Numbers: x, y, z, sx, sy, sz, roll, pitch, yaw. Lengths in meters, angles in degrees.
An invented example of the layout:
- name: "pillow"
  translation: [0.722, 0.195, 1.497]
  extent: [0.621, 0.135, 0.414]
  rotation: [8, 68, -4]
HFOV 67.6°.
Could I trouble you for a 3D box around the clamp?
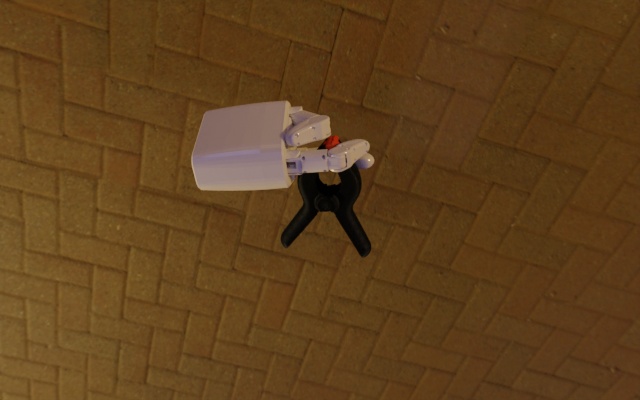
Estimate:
- name: "clamp"
  translation: [0.000, 0.002, 0.602]
  extent: [0.120, 0.172, 0.039]
  rotation: [-4, 29, 5]
